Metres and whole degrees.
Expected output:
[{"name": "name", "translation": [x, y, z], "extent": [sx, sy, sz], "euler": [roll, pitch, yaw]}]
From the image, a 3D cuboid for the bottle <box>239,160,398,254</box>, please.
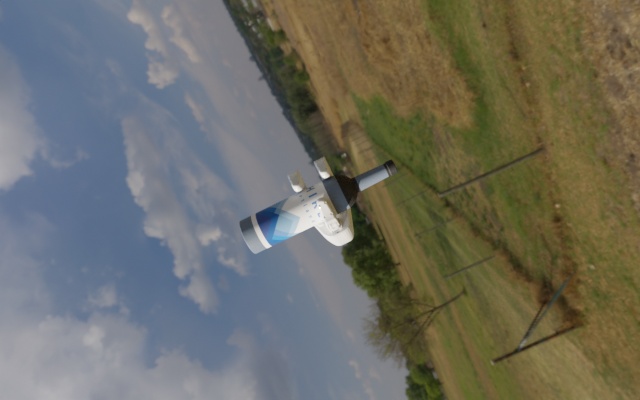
[{"name": "bottle", "translation": [0.000, 0.003, 0.860], "extent": [0.296, 0.069, 0.069], "euler": [-26, -2, 3]}]
